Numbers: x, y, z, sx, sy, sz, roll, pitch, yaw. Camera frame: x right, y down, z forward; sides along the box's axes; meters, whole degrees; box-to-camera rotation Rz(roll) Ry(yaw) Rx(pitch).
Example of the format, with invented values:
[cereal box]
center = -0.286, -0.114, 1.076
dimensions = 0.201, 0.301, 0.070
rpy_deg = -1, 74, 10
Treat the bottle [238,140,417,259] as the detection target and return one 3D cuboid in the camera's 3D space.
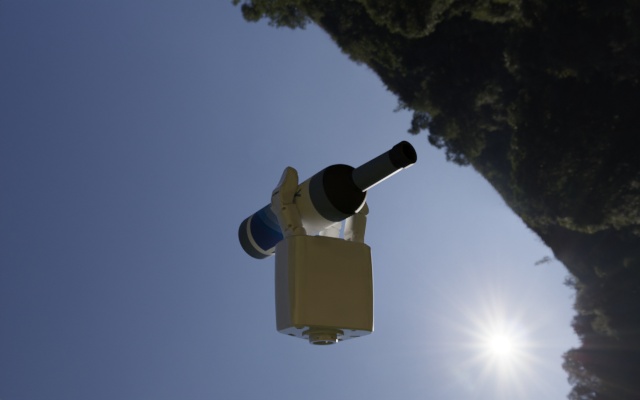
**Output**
[bottle]
center = 0.000, 0.002, 0.602
dimensions = 0.069, 0.069, 0.296
rpy_deg = 0, -21, -42
